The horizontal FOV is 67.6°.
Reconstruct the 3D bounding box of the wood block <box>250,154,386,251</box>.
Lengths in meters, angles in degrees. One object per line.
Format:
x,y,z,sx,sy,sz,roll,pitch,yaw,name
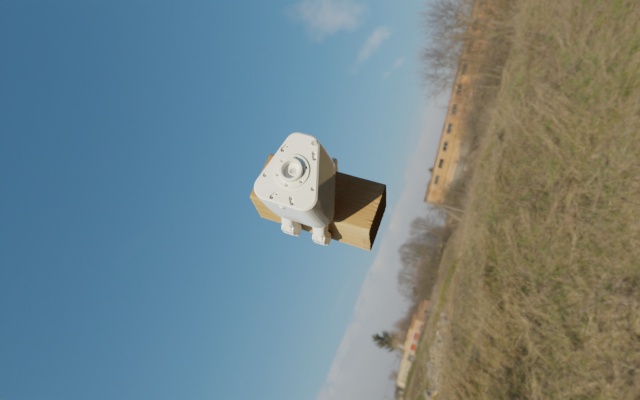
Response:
0.000,0.002,0.810,0.206,0.090,0.090,17,-22,15,wood block
